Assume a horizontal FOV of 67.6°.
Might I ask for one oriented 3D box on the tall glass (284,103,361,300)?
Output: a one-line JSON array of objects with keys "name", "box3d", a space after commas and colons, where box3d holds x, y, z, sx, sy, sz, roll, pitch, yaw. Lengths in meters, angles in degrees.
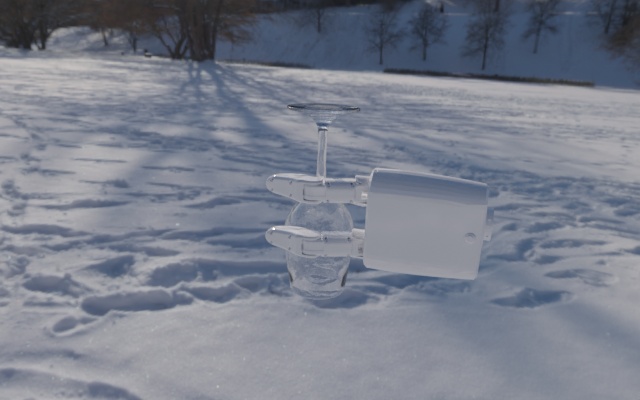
[{"name": "tall glass", "box3d": [0.000, 0.001, 0.508, 0.079, 0.201, 0.079, 2, 17, -1]}]
